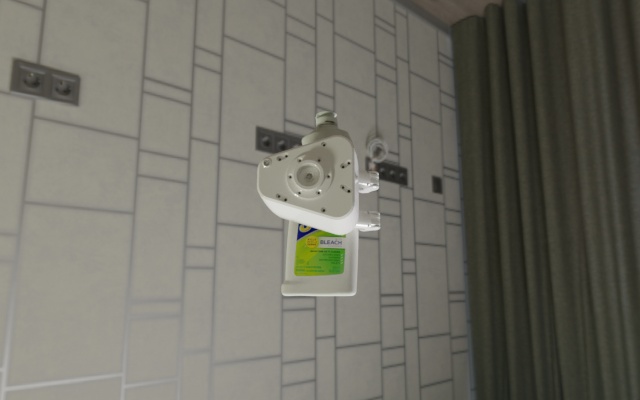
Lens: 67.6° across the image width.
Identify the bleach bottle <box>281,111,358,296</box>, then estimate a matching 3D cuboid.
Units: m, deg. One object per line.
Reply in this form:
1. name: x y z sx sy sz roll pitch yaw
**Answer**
1. bleach bottle: 0.000 0.002 0.652 0.102 0.250 0.068 -1 -10 4
